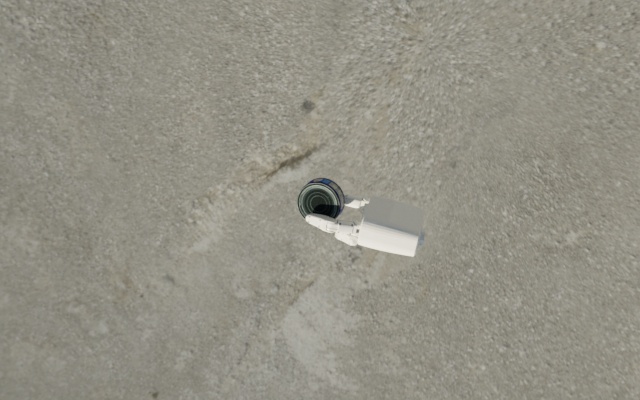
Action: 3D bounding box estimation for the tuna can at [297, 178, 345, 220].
[{"bbox_3d":[0.000,0.003,0.888,0.086,0.086,0.033,0,16,18],"label":"tuna can"}]
